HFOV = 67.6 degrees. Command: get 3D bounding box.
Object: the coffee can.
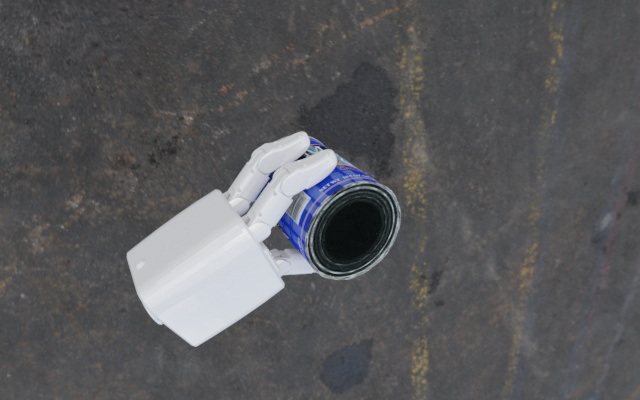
[{"bbox_3d":[0.000,0.001,0.493,0.103,0.103,0.140,0,24,-31],"label":"coffee can"}]
